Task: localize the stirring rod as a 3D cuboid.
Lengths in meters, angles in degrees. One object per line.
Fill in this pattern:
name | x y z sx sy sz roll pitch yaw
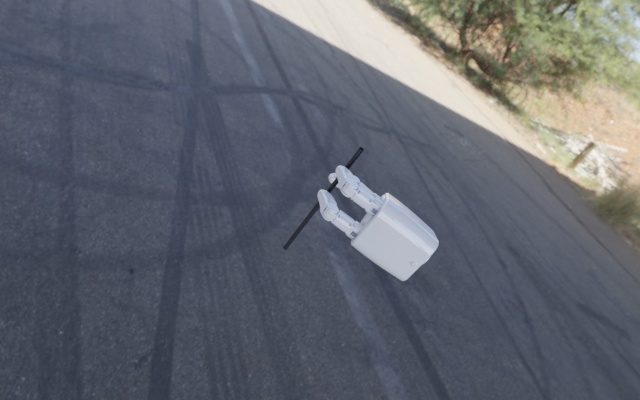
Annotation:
stirring rod | 0.000 0.003 0.806 0.011 0.011 0.240 0 -44 -48
